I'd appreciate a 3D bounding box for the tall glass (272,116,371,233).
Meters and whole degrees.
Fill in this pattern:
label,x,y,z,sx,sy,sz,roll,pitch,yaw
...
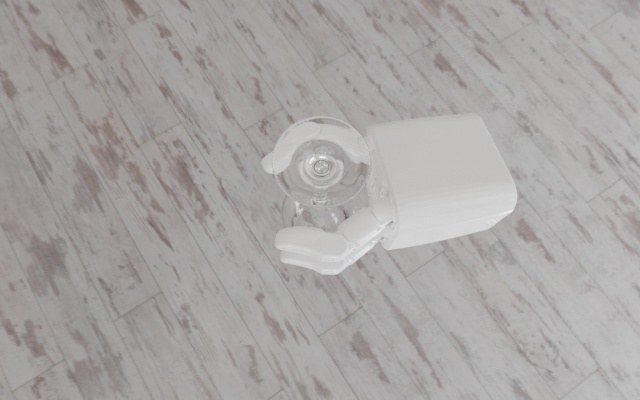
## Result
label,x,y,z,sx,sy,sz,roll,pitch,yaw
tall glass,0.000,0.001,0.448,0.079,0.079,0.201,0,-18,-1
